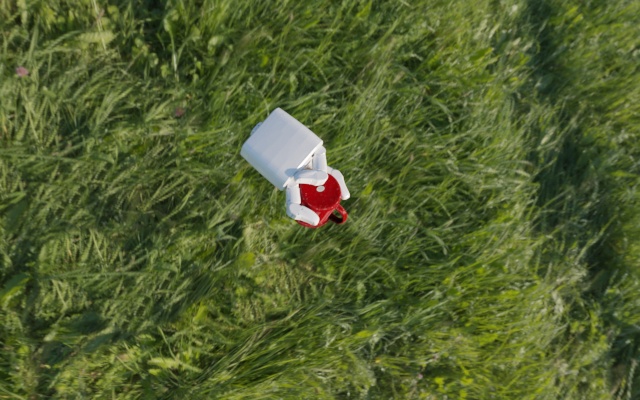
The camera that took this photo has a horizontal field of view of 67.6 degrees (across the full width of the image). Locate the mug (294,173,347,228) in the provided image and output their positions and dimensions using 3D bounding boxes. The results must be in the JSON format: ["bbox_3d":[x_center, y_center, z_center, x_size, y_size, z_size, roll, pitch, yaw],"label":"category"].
[{"bbox_3d":[0.001,0.004,0.899,0.117,0.093,0.081,39,-26,2],"label":"mug"}]
